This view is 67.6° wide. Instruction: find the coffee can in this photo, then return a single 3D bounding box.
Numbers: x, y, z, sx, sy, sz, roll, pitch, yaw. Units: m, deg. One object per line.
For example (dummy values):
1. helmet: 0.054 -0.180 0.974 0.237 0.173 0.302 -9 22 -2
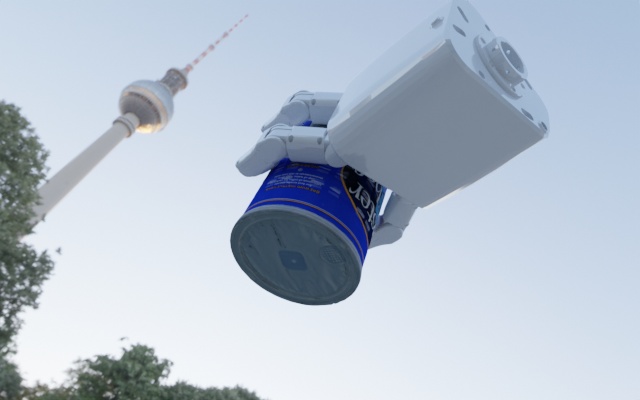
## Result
1. coffee can: 0.000 0.002 0.402 0.103 0.103 0.140 0 40 23
